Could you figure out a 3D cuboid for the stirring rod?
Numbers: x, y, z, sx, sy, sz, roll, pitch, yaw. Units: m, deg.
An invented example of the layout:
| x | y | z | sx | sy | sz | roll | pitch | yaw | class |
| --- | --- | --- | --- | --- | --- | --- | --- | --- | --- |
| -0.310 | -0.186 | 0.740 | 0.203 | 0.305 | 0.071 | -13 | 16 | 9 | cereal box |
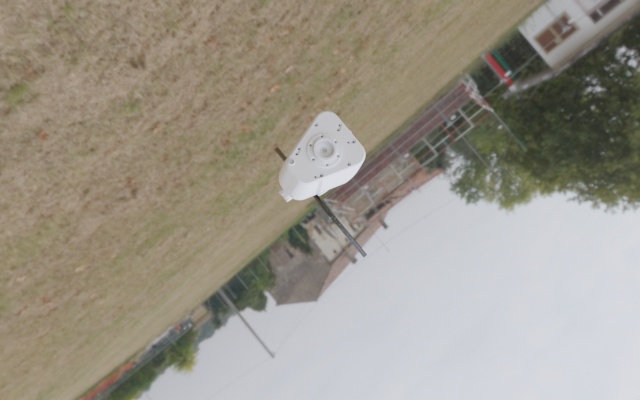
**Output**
| x | y | z | sx | sy | sz | roll | pitch | yaw | class |
| --- | --- | --- | --- | --- | --- | --- | --- | --- | --- |
| 0.000 | 0.003 | 0.821 | 0.011 | 0.239 | 0.011 | -40 | -2 | -1 | stirring rod |
